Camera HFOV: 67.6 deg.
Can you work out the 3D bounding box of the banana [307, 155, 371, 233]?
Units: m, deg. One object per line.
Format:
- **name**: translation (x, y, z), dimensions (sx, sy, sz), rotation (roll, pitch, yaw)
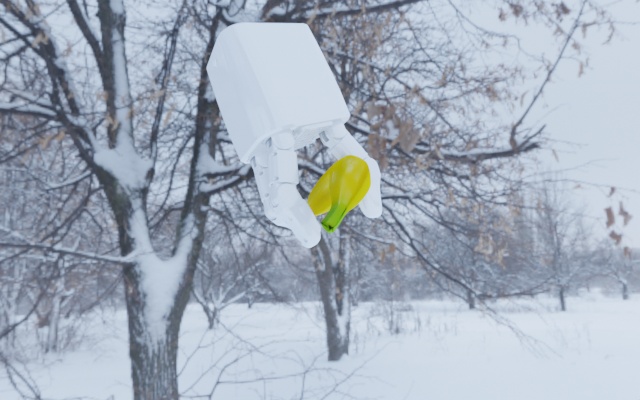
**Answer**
- **banana**: translation (0.014, -0.011, 0.454), dimensions (0.069, 0.037, 0.198), rotation (-43, 3, -2)
